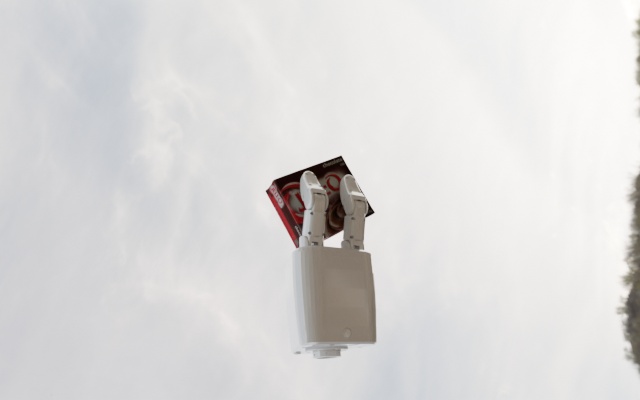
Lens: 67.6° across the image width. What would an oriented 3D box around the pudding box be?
[{"bbox_3d":[0.000,0.002,0.602,0.113,0.090,0.039,-23,-11,-36],"label":"pudding box"}]
